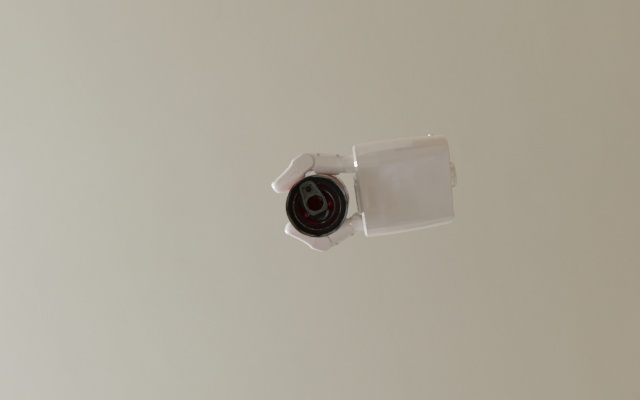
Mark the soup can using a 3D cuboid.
[{"bbox_3d":[0.000,0.002,0.561,0.068,0.068,0.102,0,5,5],"label":"soup can"}]
